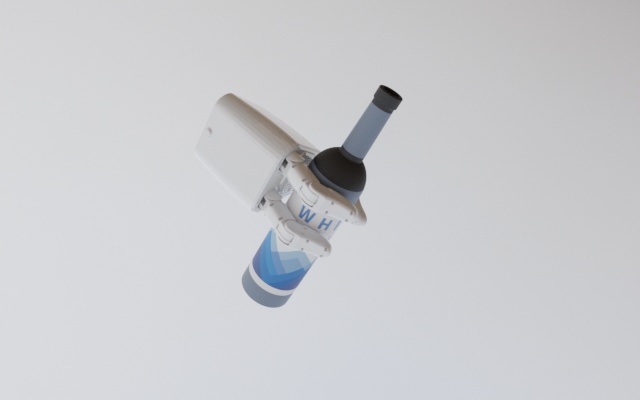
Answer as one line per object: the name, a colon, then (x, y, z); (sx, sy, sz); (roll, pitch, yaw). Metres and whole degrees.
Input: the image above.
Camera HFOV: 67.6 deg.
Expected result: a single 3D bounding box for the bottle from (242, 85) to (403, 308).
bottle: (0.000, 0.002, 0.543); (0.069, 0.296, 0.069); (25, 29, -15)
